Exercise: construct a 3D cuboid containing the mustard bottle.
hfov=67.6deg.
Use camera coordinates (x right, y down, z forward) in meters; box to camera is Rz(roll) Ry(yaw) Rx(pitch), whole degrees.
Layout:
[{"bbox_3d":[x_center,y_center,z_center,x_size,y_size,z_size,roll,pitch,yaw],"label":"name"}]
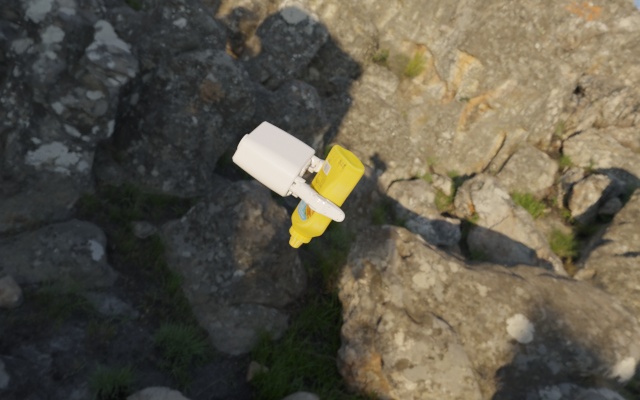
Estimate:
[{"bbox_3d":[0.001,0.003,0.827,0.058,0.192,0.096,25,19,-24],"label":"mustard bottle"}]
